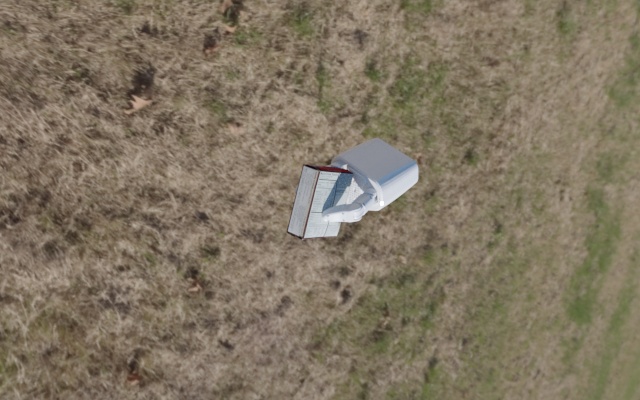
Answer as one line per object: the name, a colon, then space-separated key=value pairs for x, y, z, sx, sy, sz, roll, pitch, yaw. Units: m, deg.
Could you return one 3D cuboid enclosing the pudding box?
pudding box: x=0.000 y=0.002 z=0.744 sx=0.039 sy=0.113 sz=0.090 roll=20 pitch=12 yaw=38
